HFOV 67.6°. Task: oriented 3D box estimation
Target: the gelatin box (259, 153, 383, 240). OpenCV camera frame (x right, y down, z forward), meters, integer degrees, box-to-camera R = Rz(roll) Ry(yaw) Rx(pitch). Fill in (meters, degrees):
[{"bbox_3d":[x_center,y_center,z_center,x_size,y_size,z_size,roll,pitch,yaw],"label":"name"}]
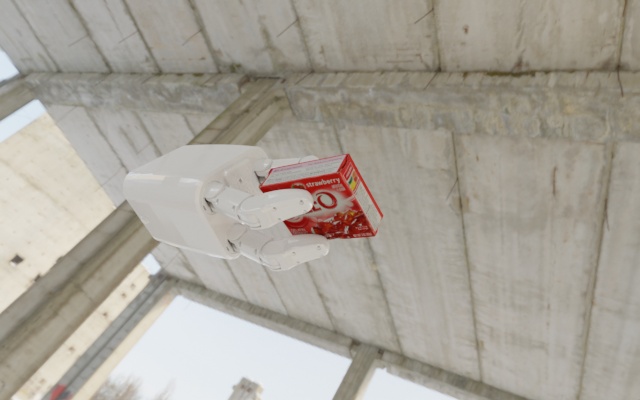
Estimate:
[{"bbox_3d":[0.001,0.001,0.423,0.089,0.073,0.030,-8,38,34],"label":"gelatin box"}]
